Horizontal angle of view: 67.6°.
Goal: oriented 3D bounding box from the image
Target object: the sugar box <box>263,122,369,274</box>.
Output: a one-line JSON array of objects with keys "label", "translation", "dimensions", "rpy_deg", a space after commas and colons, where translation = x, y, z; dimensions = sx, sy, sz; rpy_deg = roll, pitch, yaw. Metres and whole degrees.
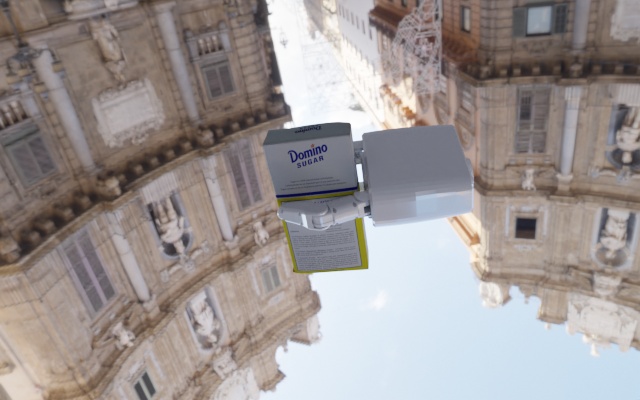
[{"label": "sugar box", "translation": [0.000, 0.002, 0.540], "dimensions": [0.093, 0.176, 0.048], "rpy_deg": [-5, 29, 8]}]
